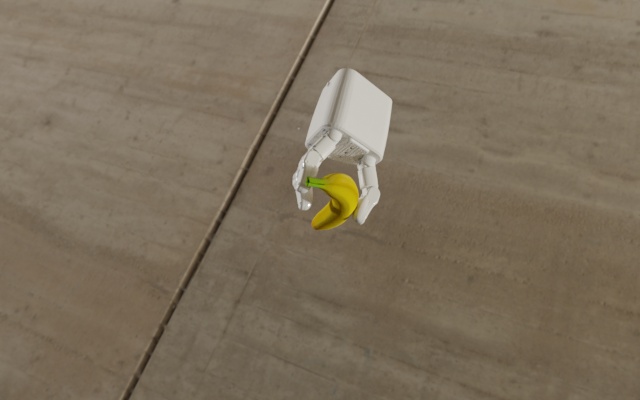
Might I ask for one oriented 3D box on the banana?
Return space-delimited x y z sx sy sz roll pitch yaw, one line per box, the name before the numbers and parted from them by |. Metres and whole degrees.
banana | 0.019 0.002 0.677 0.069 0.037 0.198 4 -22 3
